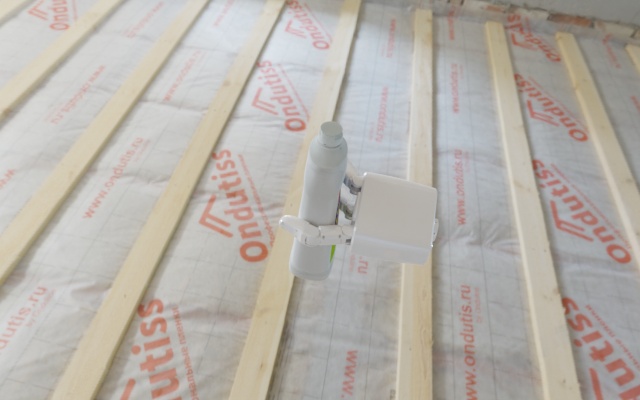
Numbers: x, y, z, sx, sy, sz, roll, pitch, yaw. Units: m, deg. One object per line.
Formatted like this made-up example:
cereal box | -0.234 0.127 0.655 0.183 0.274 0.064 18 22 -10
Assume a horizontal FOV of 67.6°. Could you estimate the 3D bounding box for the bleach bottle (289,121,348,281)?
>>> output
bleach bottle | 0.000 0.002 0.673 0.068 0.102 0.251 11 -43 3
